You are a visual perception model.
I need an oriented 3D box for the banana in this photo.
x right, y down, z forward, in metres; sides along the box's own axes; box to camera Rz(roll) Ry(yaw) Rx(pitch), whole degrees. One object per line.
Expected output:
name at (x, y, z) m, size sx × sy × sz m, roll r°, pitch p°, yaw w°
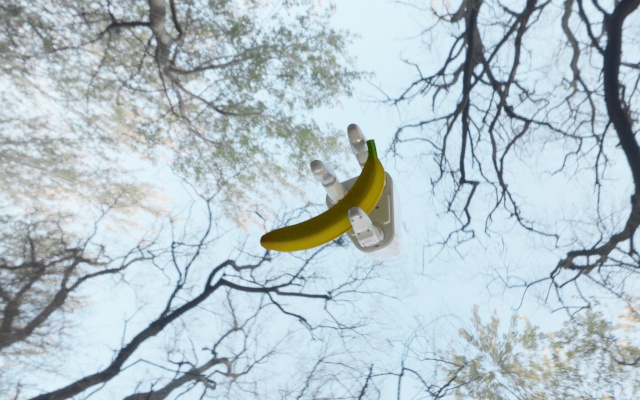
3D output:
banana at (0.014, 0.013, 0.602) m, size 0.198 × 0.069 × 0.037 m, roll -41°, pitch -19°, yaw 5°
